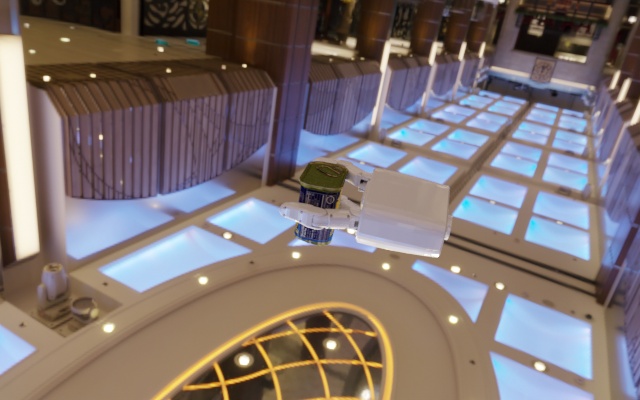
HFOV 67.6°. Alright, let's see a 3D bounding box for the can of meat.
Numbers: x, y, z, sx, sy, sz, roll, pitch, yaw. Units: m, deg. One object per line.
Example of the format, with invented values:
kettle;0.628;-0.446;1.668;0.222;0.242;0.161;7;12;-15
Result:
can of meat;0.000;0.002;0.651;0.057;0.084;0.102;11;23;5
